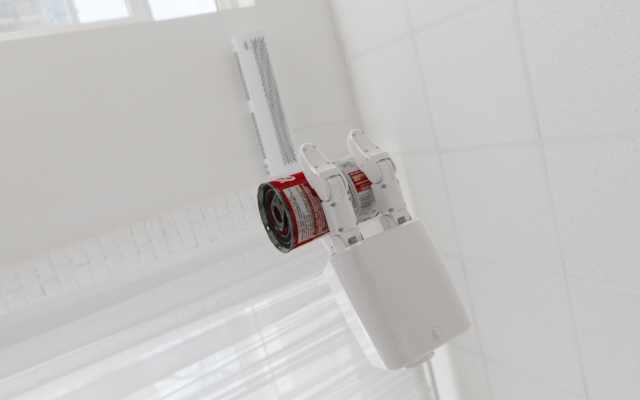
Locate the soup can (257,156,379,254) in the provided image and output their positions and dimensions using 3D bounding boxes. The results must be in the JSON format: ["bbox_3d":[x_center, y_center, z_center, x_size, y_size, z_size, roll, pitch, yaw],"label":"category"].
[{"bbox_3d":[0.000,0.001,0.457,0.102,0.068,0.068,-19,9,-26],"label":"soup can"}]
